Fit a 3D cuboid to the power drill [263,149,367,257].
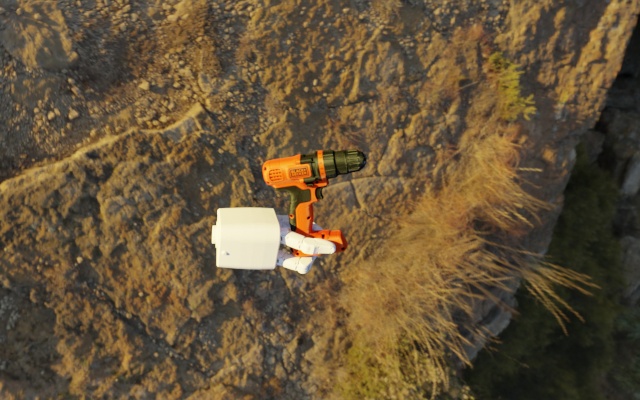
[{"bbox_3d":[0.000,0.003,0.865,0.184,0.188,0.057,-7,16,7],"label":"power drill"}]
